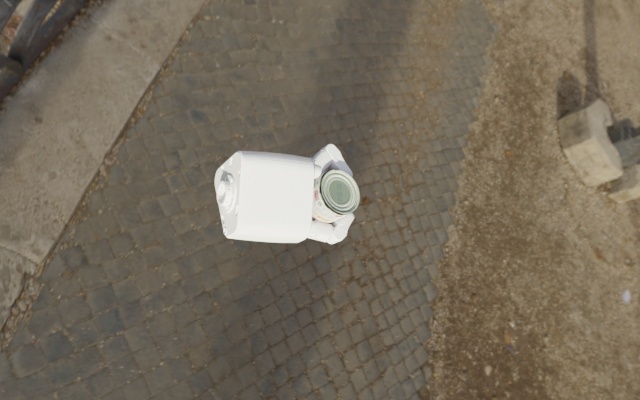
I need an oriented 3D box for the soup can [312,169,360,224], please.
[{"bbox_3d":[0.001,0.002,0.686,0.068,0.068,0.102,0,-17,-35],"label":"soup can"}]
